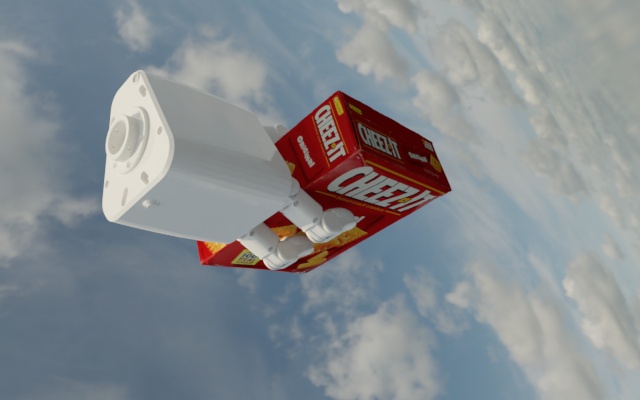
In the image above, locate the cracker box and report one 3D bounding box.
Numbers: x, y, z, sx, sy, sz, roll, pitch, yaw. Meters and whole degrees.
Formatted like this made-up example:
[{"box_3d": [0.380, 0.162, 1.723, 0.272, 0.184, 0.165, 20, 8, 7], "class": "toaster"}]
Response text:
[{"box_3d": [0.000, 0.002, 0.489, 0.214, 0.072, 0.164, -33, -30, 31], "class": "cracker box"}]
